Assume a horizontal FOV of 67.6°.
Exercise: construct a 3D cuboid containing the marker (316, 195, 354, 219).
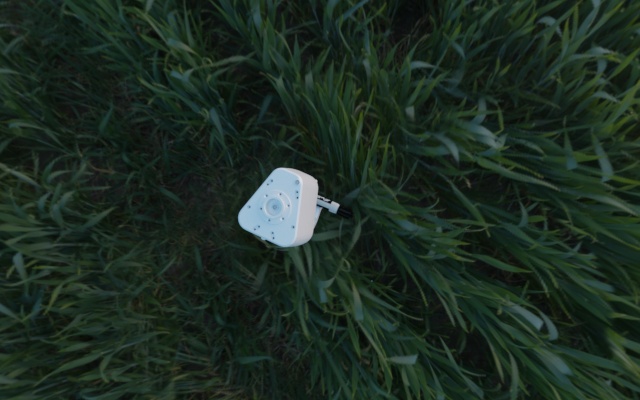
[{"bbox_3d":[0.000,0.003,0.809,0.121,0.020,0.020,23,4,9],"label":"marker"}]
